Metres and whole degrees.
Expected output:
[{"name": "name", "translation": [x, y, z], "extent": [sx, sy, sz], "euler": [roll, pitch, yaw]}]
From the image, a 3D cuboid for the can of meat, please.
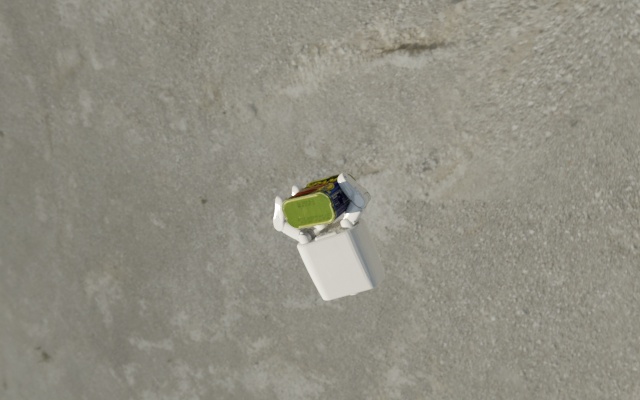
[{"name": "can of meat", "translation": [0.000, 0.003, 0.766], "extent": [0.102, 0.057, 0.084], "euler": [-13, 15, 36]}]
